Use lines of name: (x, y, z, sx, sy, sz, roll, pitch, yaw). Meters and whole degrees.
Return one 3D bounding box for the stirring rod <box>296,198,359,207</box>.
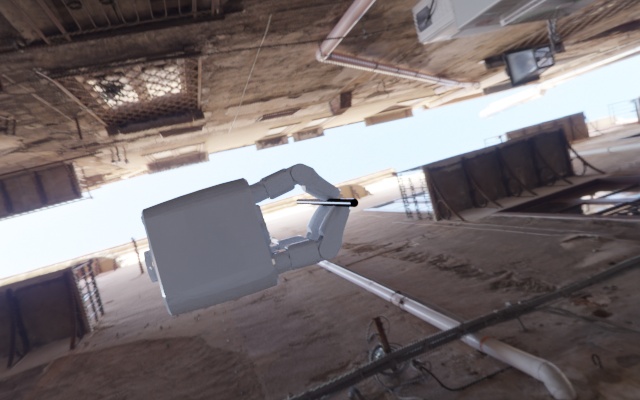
stirring rod: (0.000, 0.002, 0.541, 0.011, 0.011, 0.239, 0, 0, -15)
